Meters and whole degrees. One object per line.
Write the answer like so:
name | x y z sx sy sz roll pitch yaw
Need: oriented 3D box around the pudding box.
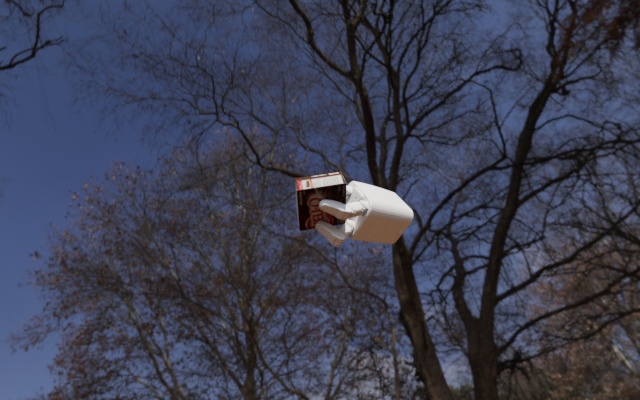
pudding box | 0.000 0.003 0.881 0.090 0.114 0.039 -10 45 -7
